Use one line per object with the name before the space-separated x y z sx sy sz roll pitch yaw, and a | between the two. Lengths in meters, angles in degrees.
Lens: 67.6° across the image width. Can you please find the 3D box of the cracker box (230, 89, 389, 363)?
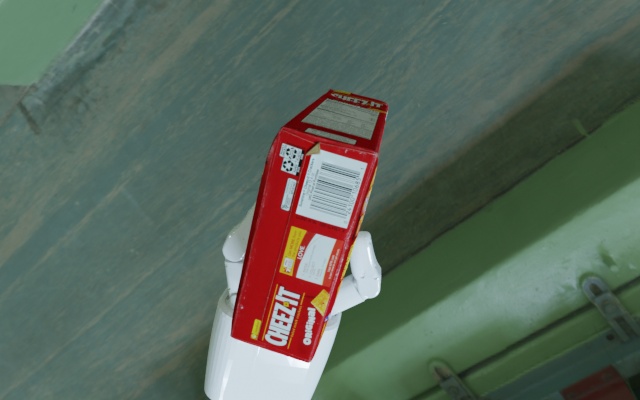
cracker box | 0.000 0.001 0.410 0.072 0.164 0.213 17 21 3
